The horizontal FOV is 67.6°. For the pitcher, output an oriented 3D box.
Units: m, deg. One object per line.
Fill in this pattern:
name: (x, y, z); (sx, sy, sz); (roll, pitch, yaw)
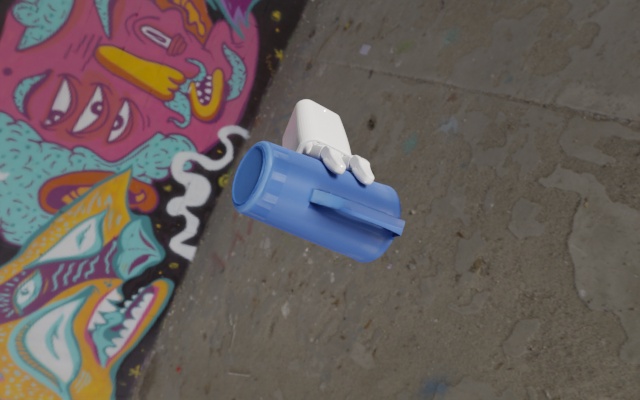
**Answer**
pitcher: (0.000, 0.002, 0.718); (0.243, 0.145, 0.149); (21, -49, -31)
